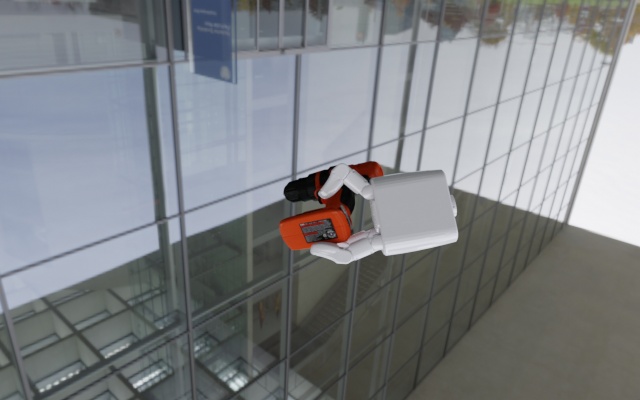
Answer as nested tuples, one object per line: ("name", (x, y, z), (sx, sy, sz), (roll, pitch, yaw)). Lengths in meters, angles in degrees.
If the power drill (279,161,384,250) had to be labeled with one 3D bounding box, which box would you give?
("power drill", (0.000, 0.003, 0.767), (0.184, 0.057, 0.187), (-13, 26, 24))
